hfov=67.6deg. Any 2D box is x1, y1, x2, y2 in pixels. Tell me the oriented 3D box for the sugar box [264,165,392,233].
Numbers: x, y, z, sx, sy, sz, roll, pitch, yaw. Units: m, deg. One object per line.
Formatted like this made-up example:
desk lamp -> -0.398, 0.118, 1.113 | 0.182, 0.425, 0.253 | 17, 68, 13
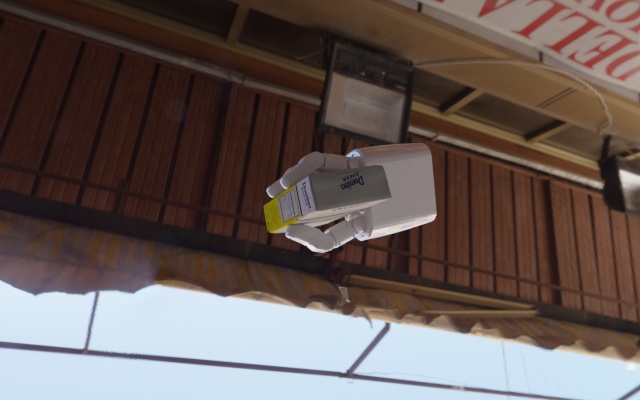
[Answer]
sugar box -> 0.000, 0.001, 0.576 | 0.093, 0.048, 0.176 | -9, -10, -25
